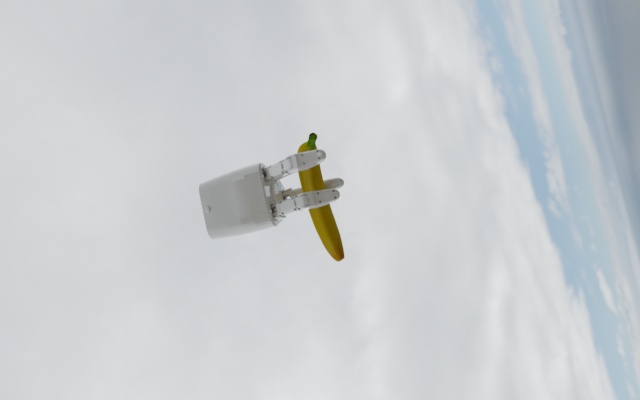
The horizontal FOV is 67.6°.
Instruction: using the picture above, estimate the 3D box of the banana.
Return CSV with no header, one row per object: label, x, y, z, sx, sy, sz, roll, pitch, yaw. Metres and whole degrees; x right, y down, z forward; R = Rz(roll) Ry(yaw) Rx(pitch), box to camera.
banana,-0.004,-0.004,0.727,0.037,0.198,0.069,-16,13,-7
